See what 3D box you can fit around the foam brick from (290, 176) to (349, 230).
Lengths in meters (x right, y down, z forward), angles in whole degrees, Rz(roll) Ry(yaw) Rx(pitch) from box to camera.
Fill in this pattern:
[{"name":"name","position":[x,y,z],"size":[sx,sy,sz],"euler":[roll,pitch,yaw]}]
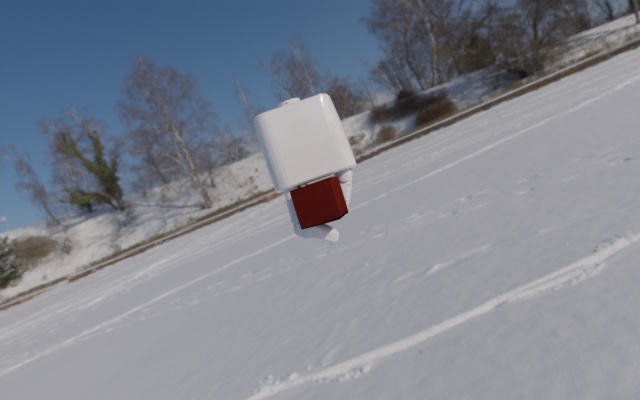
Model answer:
[{"name":"foam brick","position":[0.000,0.002,0.608],"size":[0.053,0.051,0.078],"euler":[-17,1,11]}]
